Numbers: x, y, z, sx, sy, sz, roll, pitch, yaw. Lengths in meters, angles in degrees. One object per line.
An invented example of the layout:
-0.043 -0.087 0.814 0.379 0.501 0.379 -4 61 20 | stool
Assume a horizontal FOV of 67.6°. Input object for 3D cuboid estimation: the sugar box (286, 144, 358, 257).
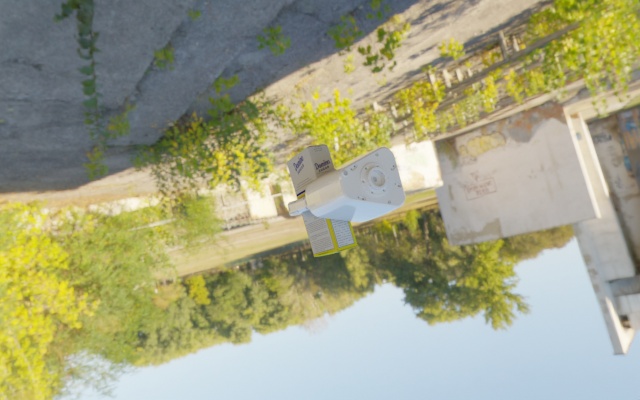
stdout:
0.001 0.003 0.801 0.048 0.176 0.093 -11 -7 -29 | sugar box
